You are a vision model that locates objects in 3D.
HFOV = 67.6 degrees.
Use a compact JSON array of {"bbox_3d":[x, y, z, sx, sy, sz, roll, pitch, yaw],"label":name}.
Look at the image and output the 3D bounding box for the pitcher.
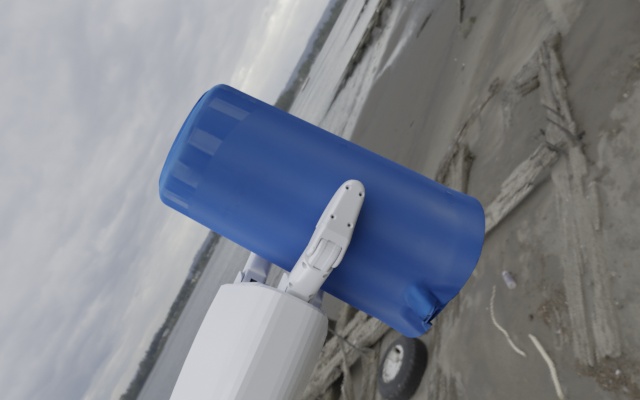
[{"bbox_3d":[0.000,0.001,0.408,0.243,0.145,0.149,27,-20,-9],"label":"pitcher"}]
